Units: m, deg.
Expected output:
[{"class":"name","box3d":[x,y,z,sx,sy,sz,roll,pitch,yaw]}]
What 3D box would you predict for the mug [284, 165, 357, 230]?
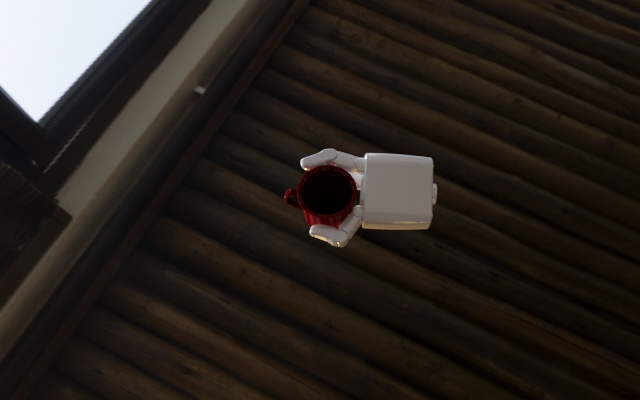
[{"class":"mug","box3d":[-0.001,0.003,0.767,0.117,0.093,0.081,3,-27,5]}]
